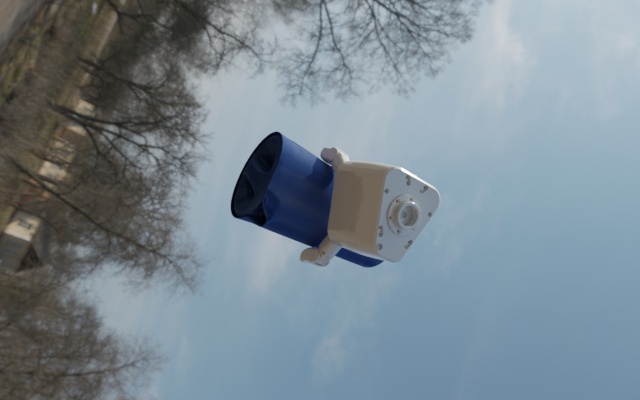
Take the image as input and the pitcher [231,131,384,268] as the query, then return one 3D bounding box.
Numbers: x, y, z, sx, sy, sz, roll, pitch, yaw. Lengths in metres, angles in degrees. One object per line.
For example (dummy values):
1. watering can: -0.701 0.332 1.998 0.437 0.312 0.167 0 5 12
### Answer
1. pitcher: 0.000 0.002 0.718 0.243 0.149 0.145 27 -9 -27
